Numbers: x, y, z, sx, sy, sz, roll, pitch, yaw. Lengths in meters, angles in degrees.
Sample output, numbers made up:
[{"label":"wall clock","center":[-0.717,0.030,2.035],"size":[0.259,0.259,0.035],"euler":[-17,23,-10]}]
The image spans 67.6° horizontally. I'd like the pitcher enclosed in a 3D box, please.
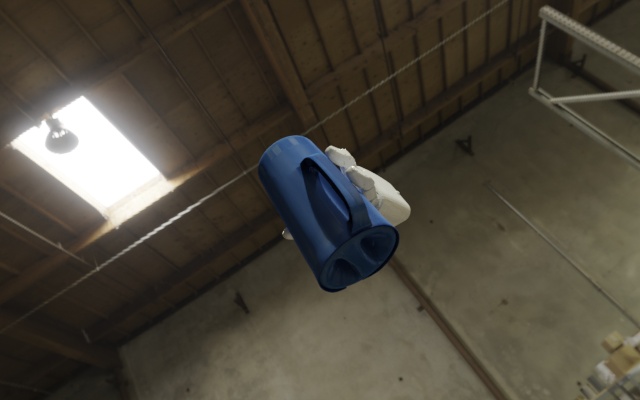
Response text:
[{"label":"pitcher","center":[0.000,0.002,0.723],"size":[0.145,0.149,0.242],"euler":[17,29,-49]}]
